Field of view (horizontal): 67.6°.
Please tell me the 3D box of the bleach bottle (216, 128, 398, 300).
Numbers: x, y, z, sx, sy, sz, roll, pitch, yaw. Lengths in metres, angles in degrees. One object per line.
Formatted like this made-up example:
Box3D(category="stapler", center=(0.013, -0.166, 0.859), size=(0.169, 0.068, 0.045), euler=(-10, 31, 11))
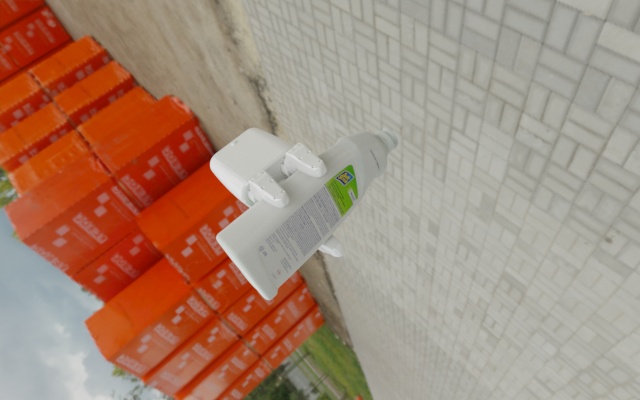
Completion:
Box3D(category="bleach bottle", center=(0.000, 0.002, 0.586), size=(0.251, 0.103, 0.068), euler=(-40, 43, -15))
